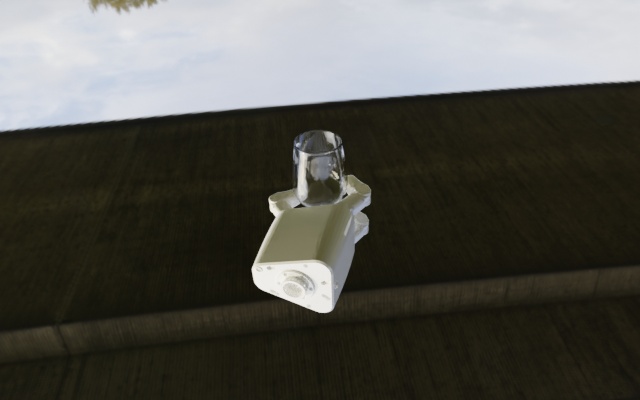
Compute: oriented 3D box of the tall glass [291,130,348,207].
[{"bbox_3d":[0.000,0.003,0.679,0.079,0.201,0.079,-2,38,1],"label":"tall glass"}]
